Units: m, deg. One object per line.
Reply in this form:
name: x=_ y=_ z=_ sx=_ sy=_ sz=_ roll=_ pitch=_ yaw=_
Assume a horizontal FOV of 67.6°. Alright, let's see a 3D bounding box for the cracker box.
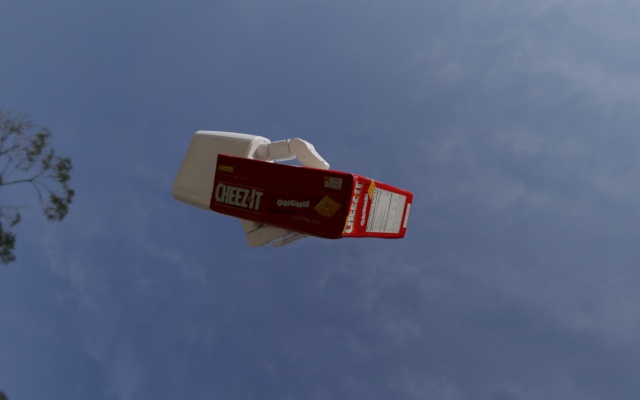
cracker box: x=0.000 y=0.002 z=0.574 sx=0.164 sy=0.072 sz=0.214 roll=10 pitch=1 yaw=27
